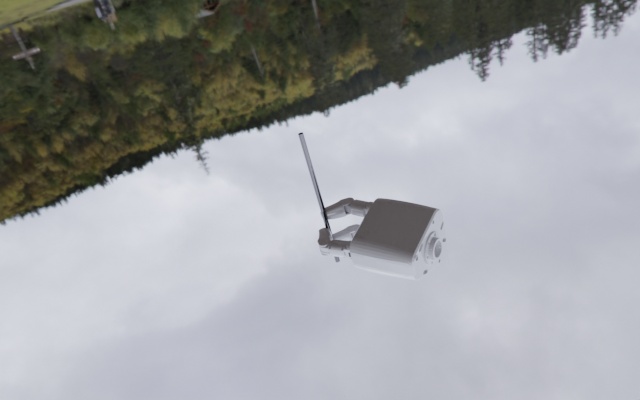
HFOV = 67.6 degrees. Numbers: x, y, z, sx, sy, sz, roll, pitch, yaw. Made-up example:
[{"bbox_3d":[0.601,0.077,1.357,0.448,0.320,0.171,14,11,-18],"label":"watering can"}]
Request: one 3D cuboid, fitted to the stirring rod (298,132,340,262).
[{"bbox_3d":[0.000,0.002,0.764,0.011,0.240,0.011,-12,29,7],"label":"stirring rod"}]
